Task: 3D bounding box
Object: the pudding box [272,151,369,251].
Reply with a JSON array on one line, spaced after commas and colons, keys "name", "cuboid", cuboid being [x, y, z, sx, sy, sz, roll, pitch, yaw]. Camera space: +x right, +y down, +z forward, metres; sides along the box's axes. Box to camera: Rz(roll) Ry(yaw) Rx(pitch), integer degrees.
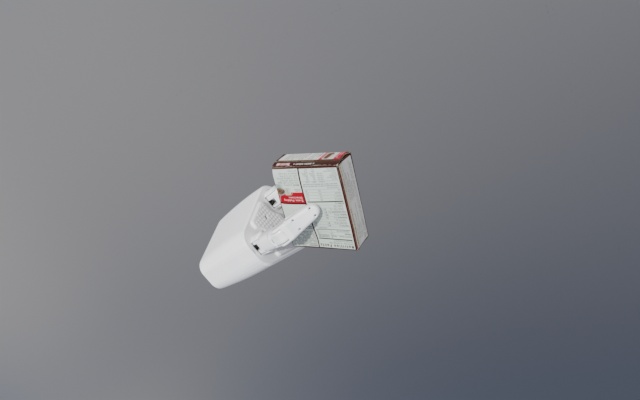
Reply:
[{"name": "pudding box", "cuboid": [0.000, 0.002, 0.554, 0.090, 0.113, 0.039, 0, 30, 28]}]
